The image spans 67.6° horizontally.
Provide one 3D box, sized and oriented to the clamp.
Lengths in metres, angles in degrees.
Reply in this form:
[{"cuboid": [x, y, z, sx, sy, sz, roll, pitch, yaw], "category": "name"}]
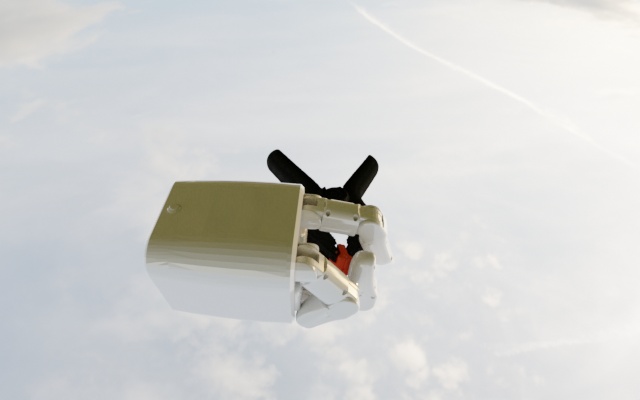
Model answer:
[{"cuboid": [0.000, 0.002, 0.463, 0.120, 0.039, 0.171, 3, 36, 1], "category": "clamp"}]
